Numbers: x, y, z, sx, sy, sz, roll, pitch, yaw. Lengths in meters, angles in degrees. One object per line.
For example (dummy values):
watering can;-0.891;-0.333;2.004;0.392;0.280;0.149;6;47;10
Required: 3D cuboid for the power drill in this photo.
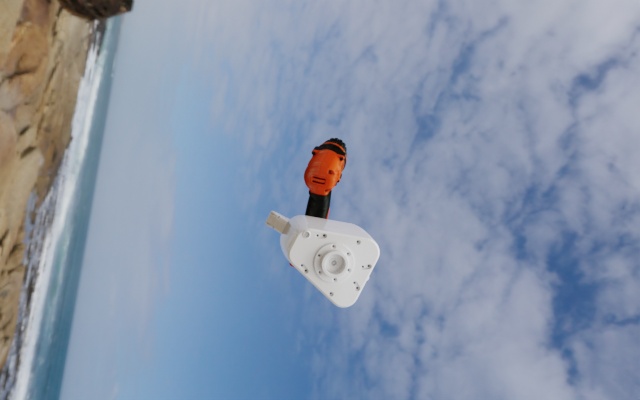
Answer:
power drill;0.000;0.003;0.749;0.057;0.188;0.184;11;22;7
